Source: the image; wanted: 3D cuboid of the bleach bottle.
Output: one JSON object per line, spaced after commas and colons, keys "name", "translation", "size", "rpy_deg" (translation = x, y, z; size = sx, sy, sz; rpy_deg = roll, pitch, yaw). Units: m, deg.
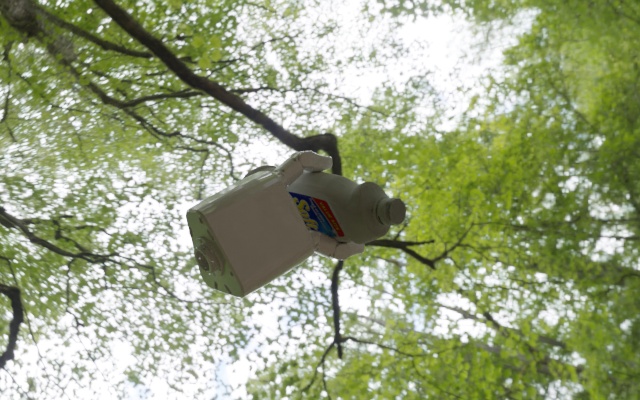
{"name": "bleach bottle", "translation": [0.000, 0.002, 0.615], "size": [0.068, 0.102, 0.251], "rpy_deg": [-30, 20, -37]}
